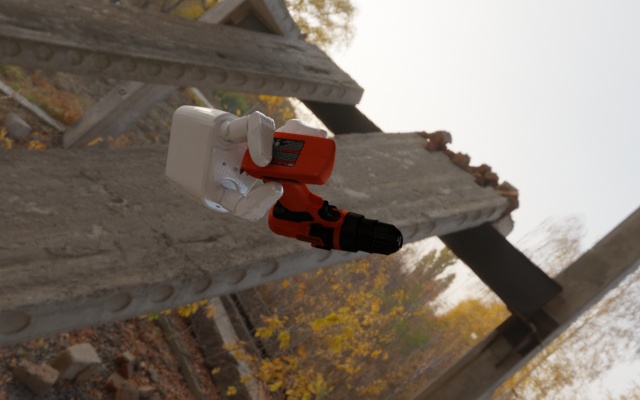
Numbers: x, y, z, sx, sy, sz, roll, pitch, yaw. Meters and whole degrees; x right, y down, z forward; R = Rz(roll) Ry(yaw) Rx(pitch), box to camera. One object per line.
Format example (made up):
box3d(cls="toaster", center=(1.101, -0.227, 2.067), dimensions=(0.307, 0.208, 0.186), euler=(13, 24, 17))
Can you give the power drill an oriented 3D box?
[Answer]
box3d(cls="power drill", center=(0.000, 0.002, 0.568), dimensions=(0.184, 0.057, 0.188), euler=(8, -31, 22))
